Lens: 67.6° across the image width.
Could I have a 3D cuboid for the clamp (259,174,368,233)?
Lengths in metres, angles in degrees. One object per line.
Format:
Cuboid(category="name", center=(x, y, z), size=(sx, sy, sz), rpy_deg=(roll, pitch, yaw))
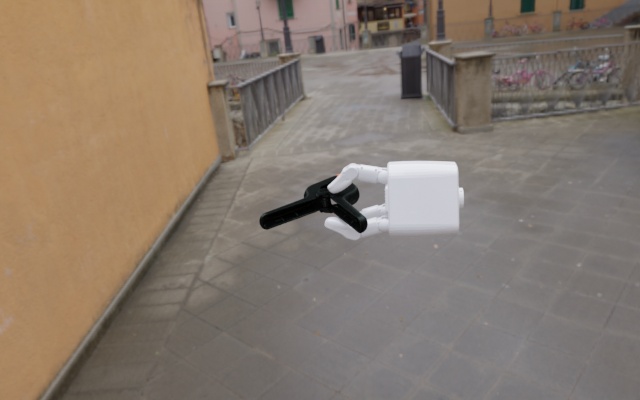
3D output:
Cuboid(category="clamp", center=(0.000, 0.002, 0.781), size=(0.164, 0.036, 0.210), rpy_deg=(0, 21, 9))
